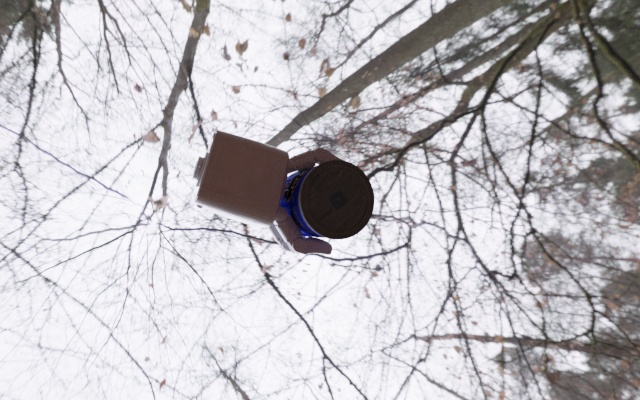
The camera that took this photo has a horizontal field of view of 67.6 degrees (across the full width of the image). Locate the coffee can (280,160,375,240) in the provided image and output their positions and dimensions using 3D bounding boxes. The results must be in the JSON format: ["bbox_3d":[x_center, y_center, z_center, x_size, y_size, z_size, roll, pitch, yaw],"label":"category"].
[{"bbox_3d":[0.000,0.002,0.675,0.103,0.103,0.140,0,-3,-19],"label":"coffee can"}]
